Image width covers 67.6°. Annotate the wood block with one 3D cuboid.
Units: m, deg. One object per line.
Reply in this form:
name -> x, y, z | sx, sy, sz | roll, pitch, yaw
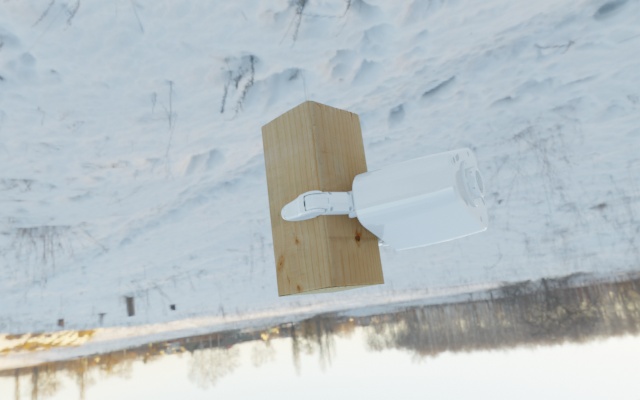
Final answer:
wood block -> 0.000, 0.002, 0.560 | 0.091, 0.206, 0.090 | 6, -18, -44
